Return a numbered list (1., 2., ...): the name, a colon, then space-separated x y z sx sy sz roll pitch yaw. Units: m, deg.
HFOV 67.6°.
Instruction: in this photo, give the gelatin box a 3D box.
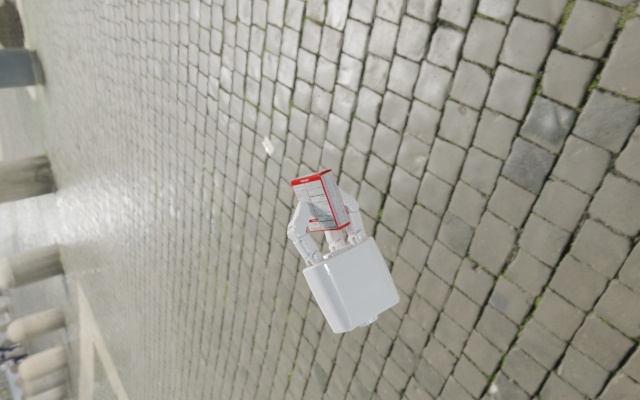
1. gelatin box: 0.000 0.002 0.721 0.030 0.089 0.073 -28 11 -37
